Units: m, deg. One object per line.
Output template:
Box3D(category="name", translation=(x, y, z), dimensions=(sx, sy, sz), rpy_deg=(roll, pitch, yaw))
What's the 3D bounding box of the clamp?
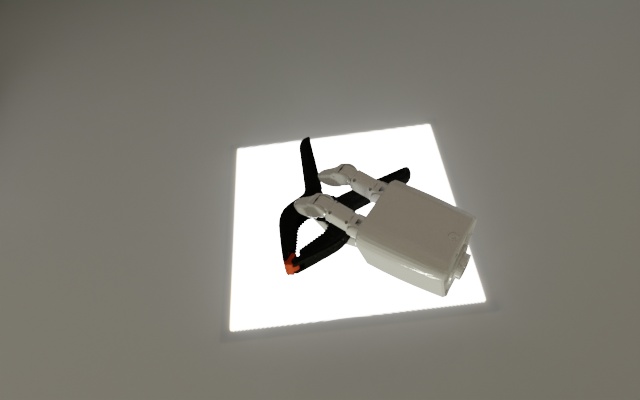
Box3D(category="clamp", translation=(0.000, 0.003, 0.621), dimensions=(0.164, 0.210, 0.036), rpy_deg=(25, -31, 23))
